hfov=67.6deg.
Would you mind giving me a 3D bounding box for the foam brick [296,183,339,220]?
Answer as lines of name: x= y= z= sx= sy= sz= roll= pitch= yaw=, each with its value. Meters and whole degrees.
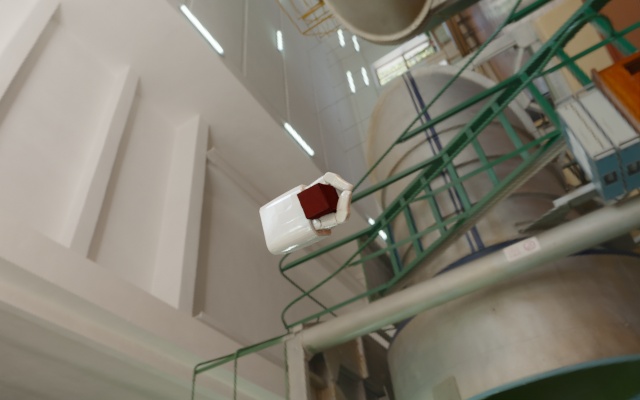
foam brick: x=0.000 y=0.003 z=0.891 sx=0.051 sy=0.053 sz=0.078 roll=-26 pitch=-13 yaw=19
